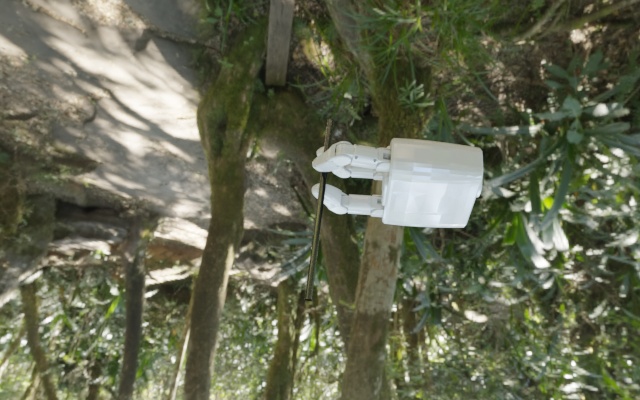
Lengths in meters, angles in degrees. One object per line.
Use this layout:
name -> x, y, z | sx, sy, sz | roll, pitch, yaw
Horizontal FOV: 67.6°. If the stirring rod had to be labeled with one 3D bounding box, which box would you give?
stirring rod -> 0.000, 0.002, 0.576 | 0.011, 0.239, 0.011 | 6, -26, 3
